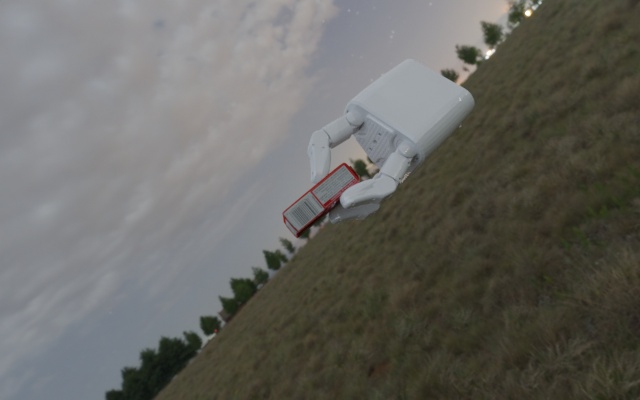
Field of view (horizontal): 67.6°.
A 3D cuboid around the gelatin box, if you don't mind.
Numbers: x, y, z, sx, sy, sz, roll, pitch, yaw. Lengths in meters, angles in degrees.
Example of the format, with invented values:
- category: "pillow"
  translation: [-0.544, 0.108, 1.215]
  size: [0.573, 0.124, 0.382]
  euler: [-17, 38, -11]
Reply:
- category: "gelatin box"
  translation: [0.000, 0.002, 0.529]
  size: [0.089, 0.030, 0.073]
  euler: [-40, -4, -9]
